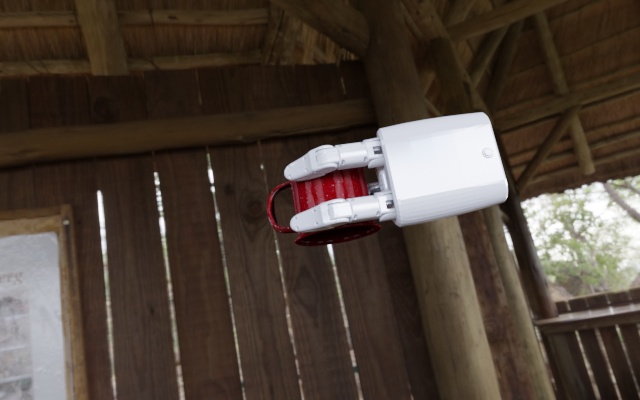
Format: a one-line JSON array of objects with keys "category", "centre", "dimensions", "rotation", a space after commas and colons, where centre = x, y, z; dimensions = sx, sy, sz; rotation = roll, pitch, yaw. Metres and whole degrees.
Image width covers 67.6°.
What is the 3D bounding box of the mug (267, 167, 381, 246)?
[{"category": "mug", "centre": [-0.001, 0.002, 0.517], "dimensions": [0.117, 0.081, 0.093], "rotation": [-10, -14, 0]}]
